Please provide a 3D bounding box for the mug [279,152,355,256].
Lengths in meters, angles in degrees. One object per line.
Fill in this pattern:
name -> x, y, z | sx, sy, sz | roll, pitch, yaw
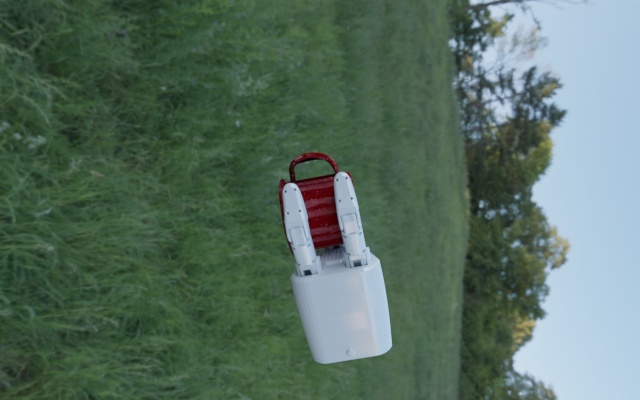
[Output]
mug -> 0.000, 0.000, 0.547 | 0.081, 0.117, 0.093 | -11, 14, 4
